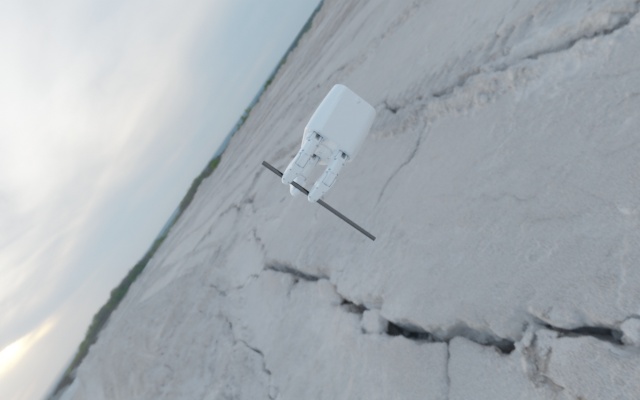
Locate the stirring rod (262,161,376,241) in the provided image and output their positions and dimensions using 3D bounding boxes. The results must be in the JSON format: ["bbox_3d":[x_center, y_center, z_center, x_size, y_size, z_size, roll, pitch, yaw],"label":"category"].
[{"bbox_3d":[0.000,0.003,0.826,0.239,0.011,0.011,35,-9,-13],"label":"stirring rod"}]
